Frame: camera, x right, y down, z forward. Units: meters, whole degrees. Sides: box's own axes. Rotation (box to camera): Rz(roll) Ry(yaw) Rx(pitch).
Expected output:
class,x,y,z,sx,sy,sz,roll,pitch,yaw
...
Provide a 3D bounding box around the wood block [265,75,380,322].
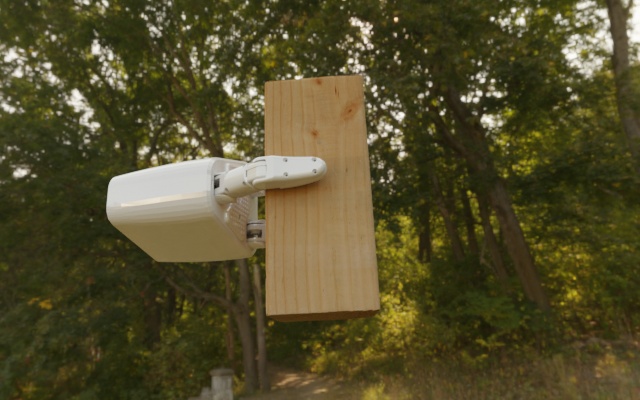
class,x,y,z,sx,sy,sz,roll,pitch,yaw
wood block,0.000,0.001,0.436,0.090,0.206,0.091,-3,-17,2
